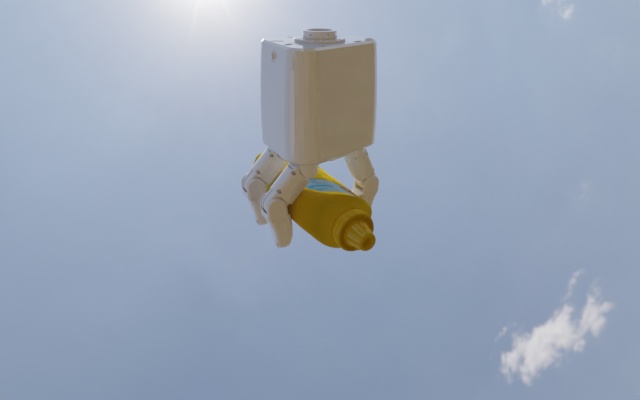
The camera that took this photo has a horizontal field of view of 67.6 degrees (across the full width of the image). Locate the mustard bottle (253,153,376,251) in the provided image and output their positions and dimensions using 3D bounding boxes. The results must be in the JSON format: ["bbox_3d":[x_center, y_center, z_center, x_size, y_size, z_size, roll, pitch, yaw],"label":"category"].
[{"bbox_3d":[0.000,0.002,0.515,0.096,0.058,0.191,14,15,-34],"label":"mustard bottle"}]
